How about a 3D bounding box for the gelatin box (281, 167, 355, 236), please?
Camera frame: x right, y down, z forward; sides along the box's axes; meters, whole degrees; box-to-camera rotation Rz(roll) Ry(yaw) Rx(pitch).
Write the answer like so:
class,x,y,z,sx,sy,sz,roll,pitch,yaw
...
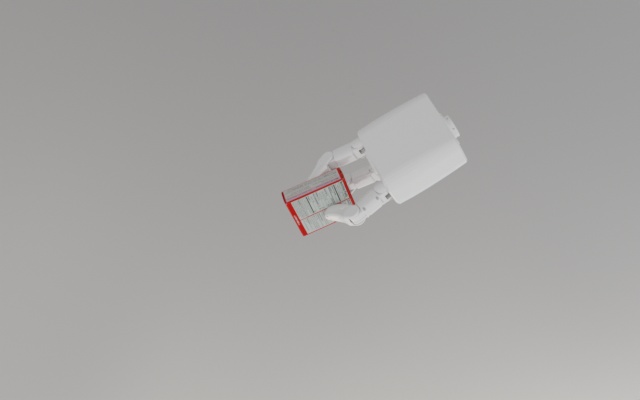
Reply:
class,x,y,z,sx,sy,sz,roll,pitch,yaw
gelatin box,0.000,0.003,0.671,0.089,0.073,0.030,-24,44,1
